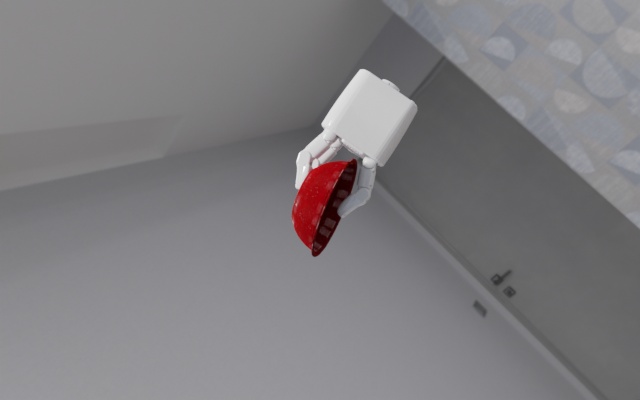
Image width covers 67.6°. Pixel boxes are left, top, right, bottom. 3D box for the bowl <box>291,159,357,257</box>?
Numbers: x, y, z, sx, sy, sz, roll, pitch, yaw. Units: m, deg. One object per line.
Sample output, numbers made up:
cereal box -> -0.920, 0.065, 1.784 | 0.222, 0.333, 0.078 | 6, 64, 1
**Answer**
bowl -> -0.001, 0.003, 0.731 | 0.055, 0.162, 0.162 | 22, 5, 12
